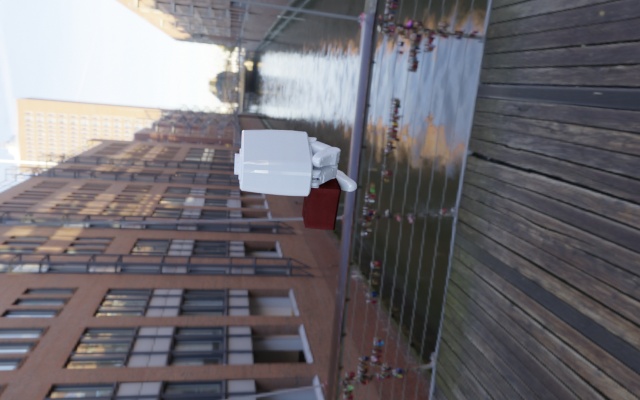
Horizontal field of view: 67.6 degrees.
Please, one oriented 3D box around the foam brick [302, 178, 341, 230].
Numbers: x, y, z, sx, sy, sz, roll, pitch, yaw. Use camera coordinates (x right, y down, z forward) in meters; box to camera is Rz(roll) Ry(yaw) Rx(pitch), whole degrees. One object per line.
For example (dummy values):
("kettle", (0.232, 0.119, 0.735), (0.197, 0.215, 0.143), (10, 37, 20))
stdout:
("foam brick", (0.000, 0.003, 0.793), (0.051, 0.078, 0.053), (2, 27, -11))
